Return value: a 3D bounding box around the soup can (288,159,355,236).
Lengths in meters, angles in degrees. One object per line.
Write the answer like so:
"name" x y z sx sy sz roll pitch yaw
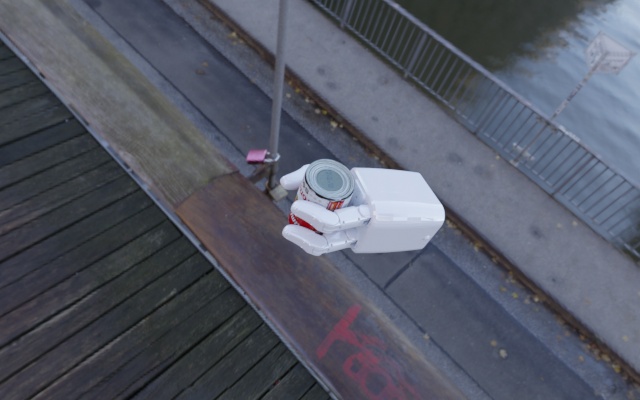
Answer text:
"soup can" 0.000 0.002 0.639 0.068 0.068 0.102 0 -36 -18
